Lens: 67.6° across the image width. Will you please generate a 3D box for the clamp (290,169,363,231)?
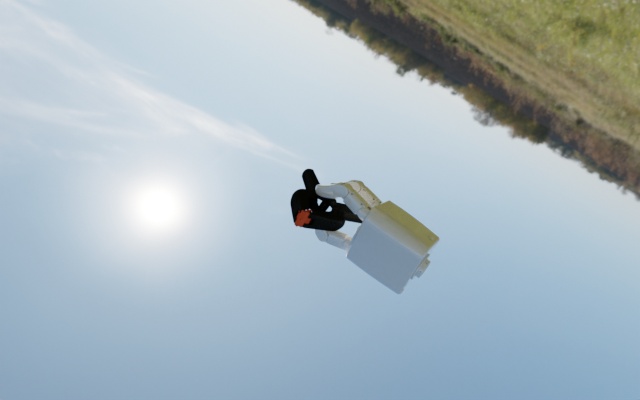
[{"bbox_3d":[0.000,0.003,0.790,0.164,0.036,0.210,35,20,18],"label":"clamp"}]
